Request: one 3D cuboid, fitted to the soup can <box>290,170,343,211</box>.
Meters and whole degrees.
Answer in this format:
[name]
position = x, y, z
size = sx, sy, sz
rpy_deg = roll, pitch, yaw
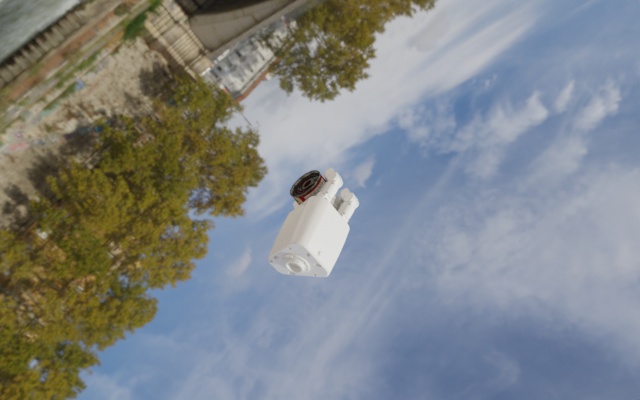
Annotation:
[soup can]
position = 0.000, 0.003, 0.889
size = 0.068, 0.068, 0.102
rpy_deg = 0, -43, 51
